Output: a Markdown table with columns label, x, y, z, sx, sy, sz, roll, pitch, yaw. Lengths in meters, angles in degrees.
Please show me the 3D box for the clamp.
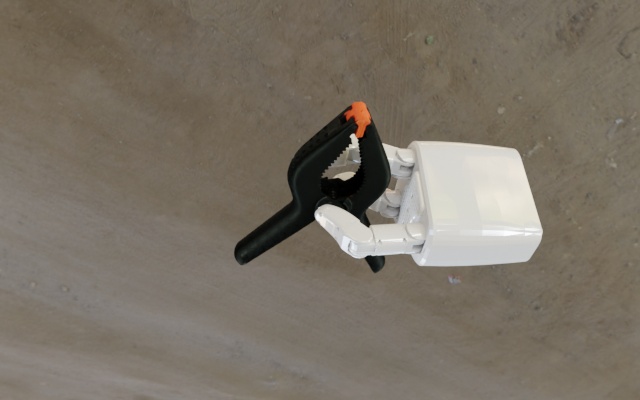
| label | x | y | z | sx | sy | sz | roll | pitch | yaw |
| --- | --- | --- | --- | --- | --- | --- | --- | --- | --- |
| clamp | 0.000 | 0.002 | 0.454 | 0.164 | 0.210 | 0.036 | 0 | 45 | -9 |
